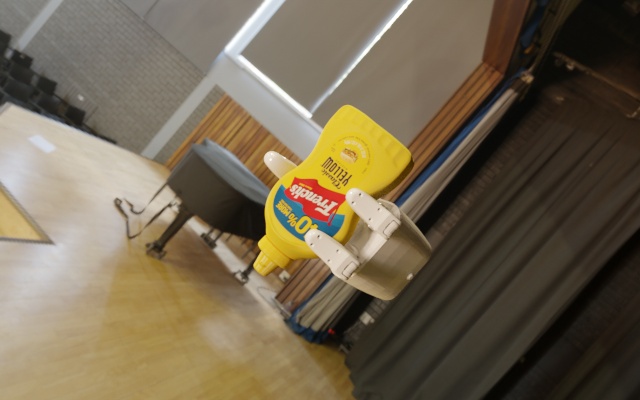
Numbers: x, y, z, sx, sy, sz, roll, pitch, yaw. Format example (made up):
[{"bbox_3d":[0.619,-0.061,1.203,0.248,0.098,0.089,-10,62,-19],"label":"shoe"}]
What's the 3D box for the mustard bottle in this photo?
[{"bbox_3d":[0.000,0.001,0.492,0.096,0.191,0.058,42,3,18],"label":"mustard bottle"}]
